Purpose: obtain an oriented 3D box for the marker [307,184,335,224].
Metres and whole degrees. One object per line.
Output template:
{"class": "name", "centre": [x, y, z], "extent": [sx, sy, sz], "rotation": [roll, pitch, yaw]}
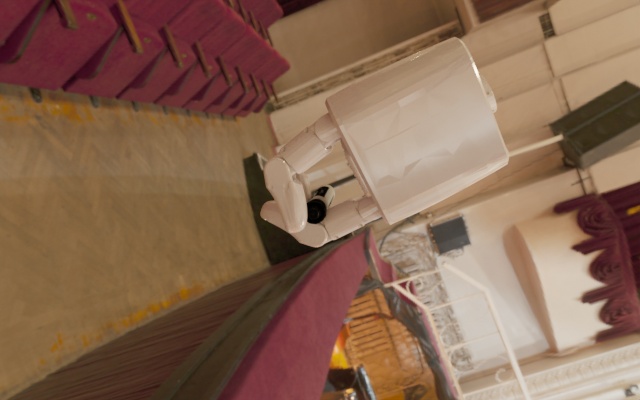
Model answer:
{"class": "marker", "centre": [0.000, 0.001, 0.428], "extent": [0.020, 0.020, 0.121], "rotation": [0, 8, 5]}
